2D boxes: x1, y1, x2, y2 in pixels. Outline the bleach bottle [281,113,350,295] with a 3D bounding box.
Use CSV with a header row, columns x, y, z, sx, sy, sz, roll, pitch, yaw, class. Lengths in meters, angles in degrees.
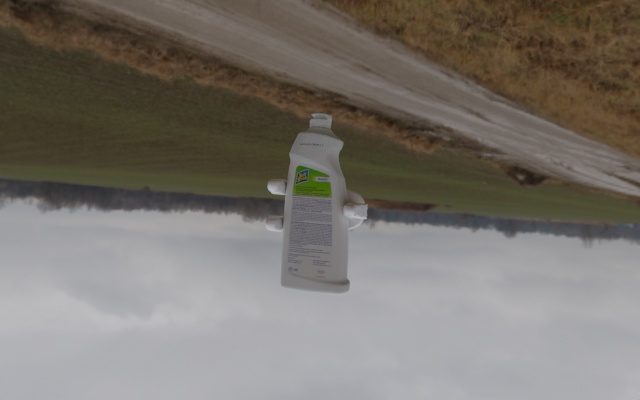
x,y,z,sx,sy,sz,roll,pitch,yaw,class
0.000,0.002,0.687,0.102,0.251,0.068,4,-1,9,bleach bottle
